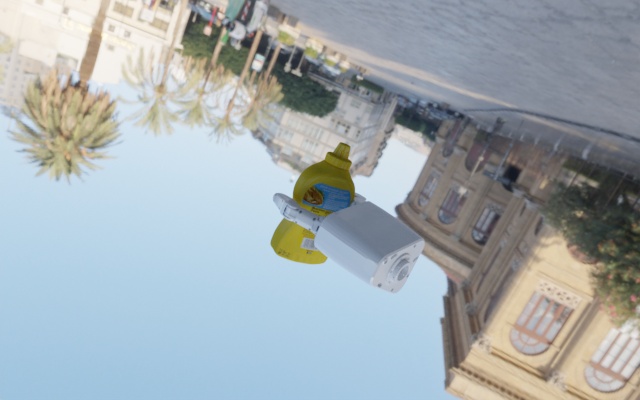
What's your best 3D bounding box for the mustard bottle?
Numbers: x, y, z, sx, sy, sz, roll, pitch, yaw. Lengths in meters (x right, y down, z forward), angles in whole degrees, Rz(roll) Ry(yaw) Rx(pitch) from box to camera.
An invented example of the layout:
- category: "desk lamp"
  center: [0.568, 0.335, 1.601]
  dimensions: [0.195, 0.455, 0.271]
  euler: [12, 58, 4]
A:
- category: "mustard bottle"
  center: [0.000, 0.002, 0.725]
  dimensions: [0.096, 0.192, 0.058]
  euler: [15, 18, -29]
